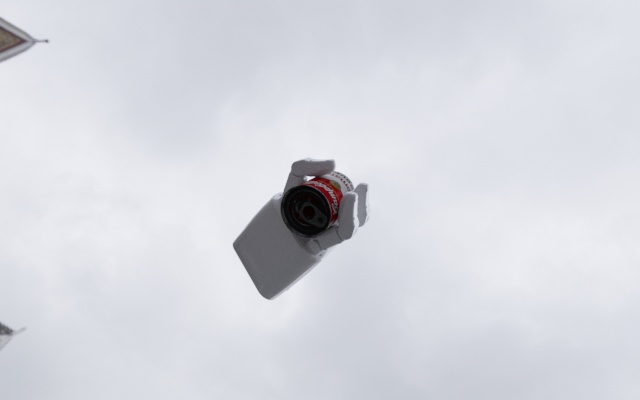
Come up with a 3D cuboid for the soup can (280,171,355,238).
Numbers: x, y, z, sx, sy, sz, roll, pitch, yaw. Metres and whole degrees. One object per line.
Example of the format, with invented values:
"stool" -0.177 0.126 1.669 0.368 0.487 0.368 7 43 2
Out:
"soup can" 0.000 0.002 0.628 0.068 0.068 0.102 0 14 23
